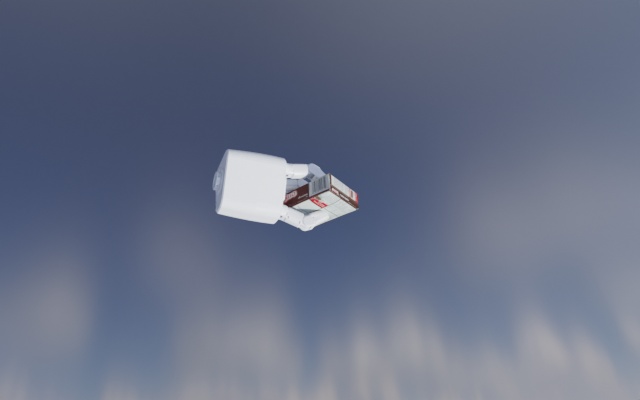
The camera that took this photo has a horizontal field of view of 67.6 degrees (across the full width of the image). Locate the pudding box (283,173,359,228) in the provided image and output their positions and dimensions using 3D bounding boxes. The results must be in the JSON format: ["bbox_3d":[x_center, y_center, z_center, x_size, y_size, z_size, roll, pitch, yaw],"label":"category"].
[{"bbox_3d":[0.000,0.003,0.883,0.113,0.039,0.090,-22,-37,32],"label":"pudding box"}]
